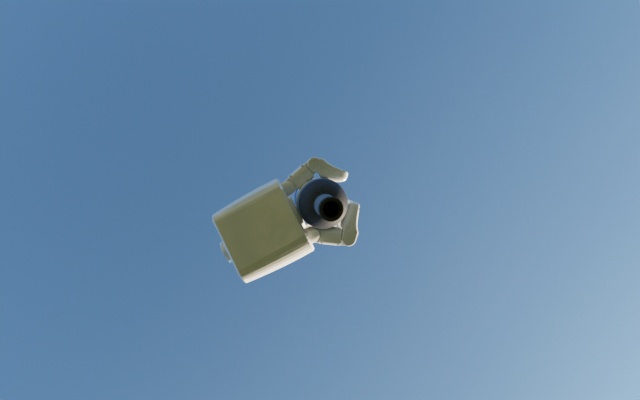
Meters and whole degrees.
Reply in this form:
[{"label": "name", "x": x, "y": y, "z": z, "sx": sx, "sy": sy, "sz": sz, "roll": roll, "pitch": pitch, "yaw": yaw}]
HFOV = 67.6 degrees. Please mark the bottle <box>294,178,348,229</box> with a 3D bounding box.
[{"label": "bottle", "x": 0.000, "y": 0.002, "z": 0.665, "sx": 0.069, "sy": 0.069, "sz": 0.295, "roll": 0, "pitch": 3, "yaw": -5}]
